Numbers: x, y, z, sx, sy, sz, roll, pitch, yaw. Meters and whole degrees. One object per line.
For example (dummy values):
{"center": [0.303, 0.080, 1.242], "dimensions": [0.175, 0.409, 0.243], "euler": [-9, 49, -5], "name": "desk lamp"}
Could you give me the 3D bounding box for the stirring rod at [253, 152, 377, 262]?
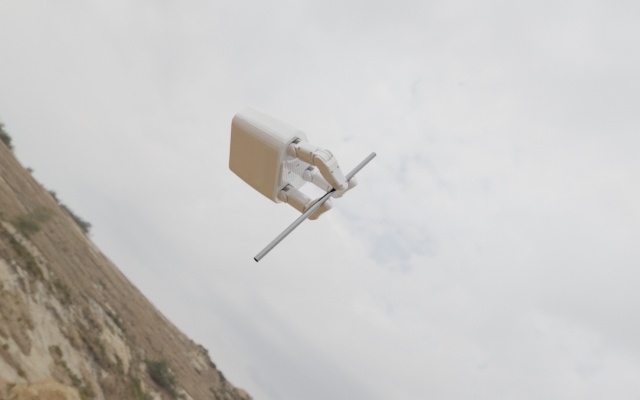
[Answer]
{"center": [0.000, 0.002, 0.634], "dimensions": [0.239, 0.011, 0.011], "euler": [-42, 24, -29], "name": "stirring rod"}
